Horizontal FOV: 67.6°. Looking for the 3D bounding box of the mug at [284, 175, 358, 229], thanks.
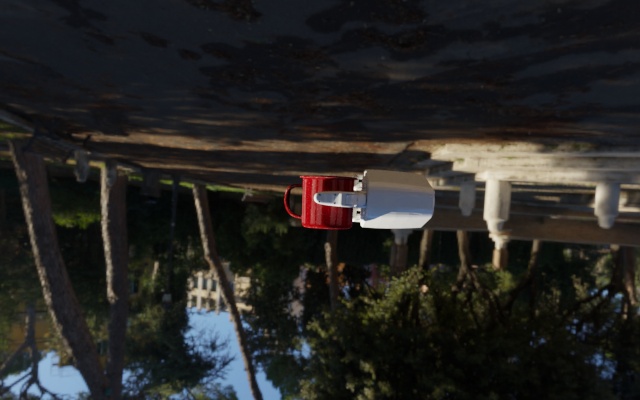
[{"bbox_3d":[-0.001,0.003,0.766,0.117,0.081,0.093,2,0,2],"label":"mug"}]
